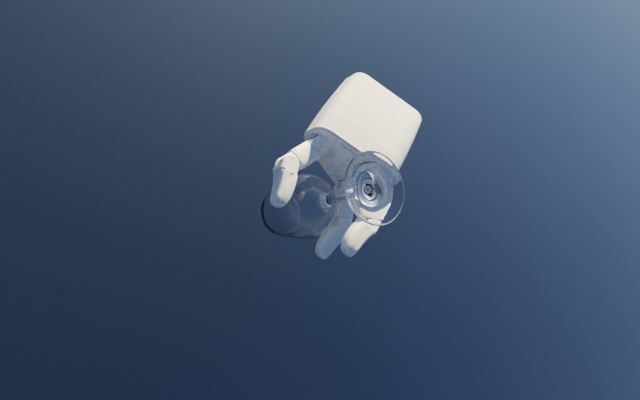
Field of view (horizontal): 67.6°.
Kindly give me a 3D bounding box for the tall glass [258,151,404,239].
[{"bbox_3d":[0.000,0.002,0.544,0.079,0.079,0.201,0,-8,-33],"label":"tall glass"}]
